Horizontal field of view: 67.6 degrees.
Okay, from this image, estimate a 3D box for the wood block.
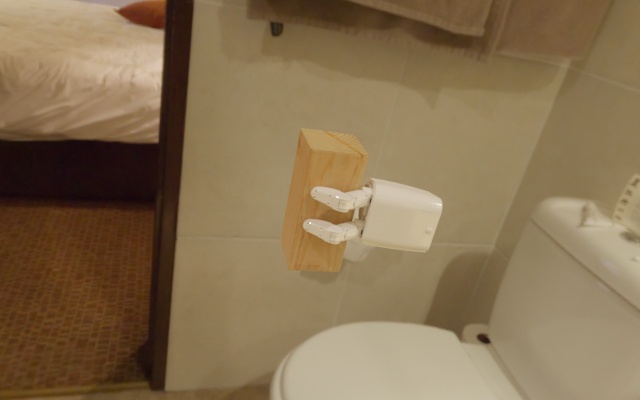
[{"bbox_3d":[0.000,0.002,0.756,0.090,0.206,0.090,5,27,-15],"label":"wood block"}]
